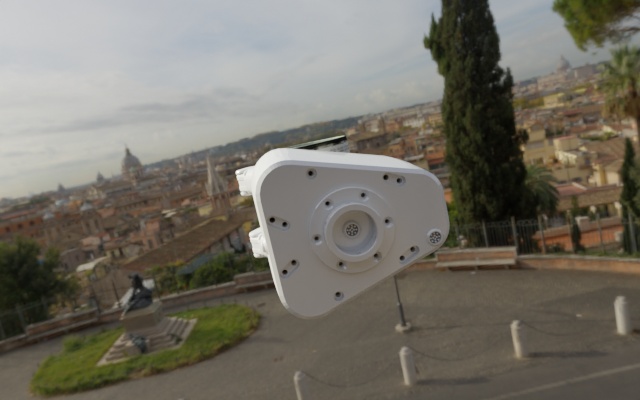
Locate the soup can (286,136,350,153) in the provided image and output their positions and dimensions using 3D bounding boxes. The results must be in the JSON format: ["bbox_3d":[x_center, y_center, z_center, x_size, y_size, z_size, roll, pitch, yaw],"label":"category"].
[{"bbox_3d":[0.000,0.001,0.409,0.068,0.102,0.068,-12,9,2],"label":"soup can"}]
